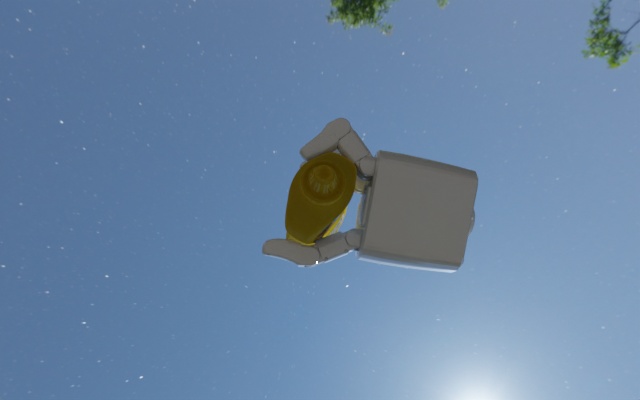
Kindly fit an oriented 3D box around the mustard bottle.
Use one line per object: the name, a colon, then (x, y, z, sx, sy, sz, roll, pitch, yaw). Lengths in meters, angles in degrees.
mustard bottle: (0.000, 0.002, 0.499, 0.058, 0.096, 0.192, 34, -13, 6)
